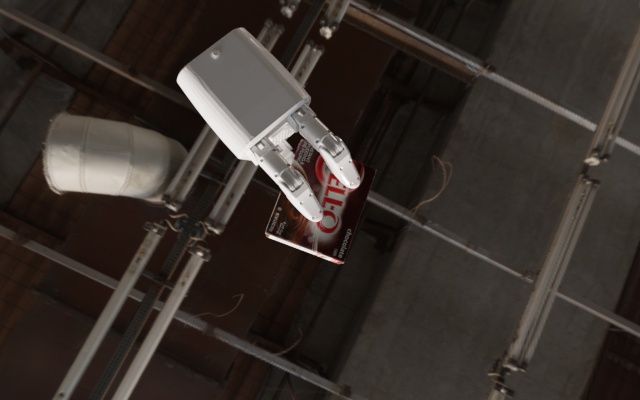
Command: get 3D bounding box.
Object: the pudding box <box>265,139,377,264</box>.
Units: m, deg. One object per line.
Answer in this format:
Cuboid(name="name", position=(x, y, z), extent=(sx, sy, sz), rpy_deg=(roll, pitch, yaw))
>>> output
Cuboid(name="pudding box", position=(0.000, 0.002, 0.523), extent=(0.090, 0.113, 0.039), rpy_deg=(21, -9, -5))
